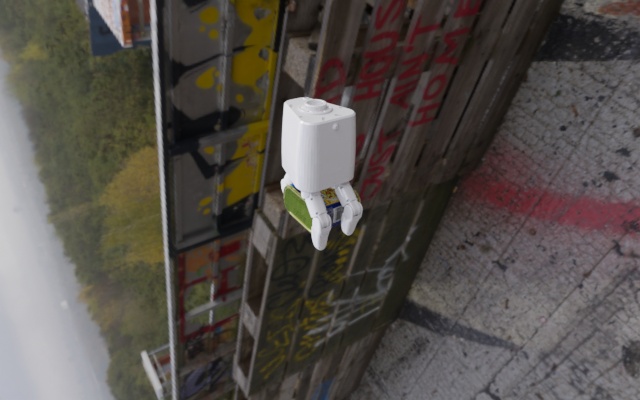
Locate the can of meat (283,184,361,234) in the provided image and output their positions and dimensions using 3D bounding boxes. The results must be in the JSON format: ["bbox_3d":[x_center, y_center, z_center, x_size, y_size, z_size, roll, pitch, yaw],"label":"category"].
[{"bbox_3d":[0.000,0.003,0.773,0.084,0.057,0.102,-19,40,-32],"label":"can of meat"}]
